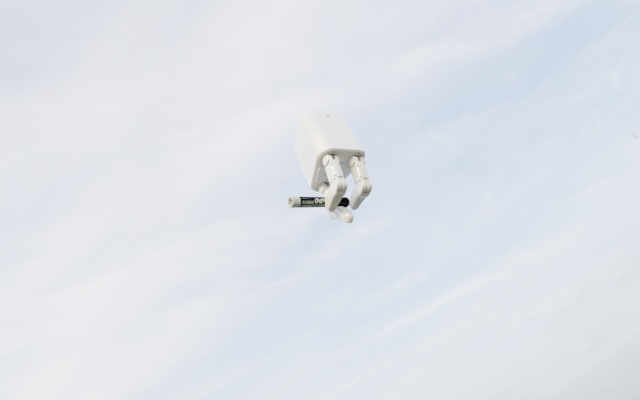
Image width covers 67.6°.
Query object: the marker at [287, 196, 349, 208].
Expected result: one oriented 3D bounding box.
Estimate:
[{"bbox_3d":[0.000,0.003,0.812,0.121,0.020,0.020,0,0,-34],"label":"marker"}]
